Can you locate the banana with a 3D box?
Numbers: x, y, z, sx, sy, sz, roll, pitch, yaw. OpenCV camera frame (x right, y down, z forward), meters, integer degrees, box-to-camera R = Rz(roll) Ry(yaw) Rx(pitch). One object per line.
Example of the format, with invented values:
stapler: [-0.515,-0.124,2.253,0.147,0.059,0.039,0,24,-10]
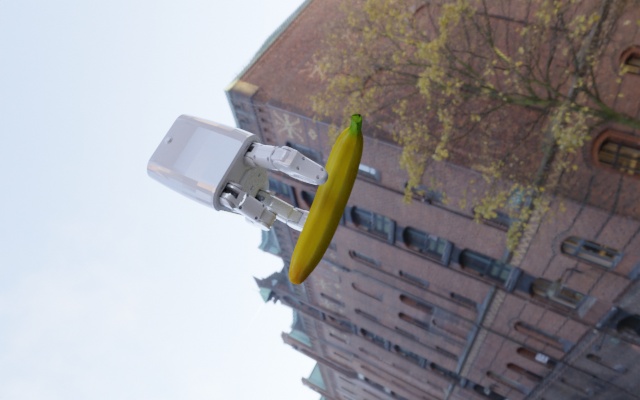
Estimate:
banana: [0.008,-0.001,0.543,0.037,0.198,0.069,21,7,20]
